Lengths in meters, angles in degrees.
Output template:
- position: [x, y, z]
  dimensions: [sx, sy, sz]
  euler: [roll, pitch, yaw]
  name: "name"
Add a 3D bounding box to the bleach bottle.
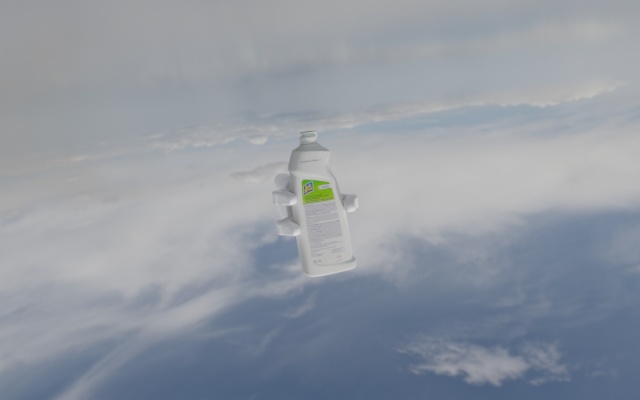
- position: [0.000, 0.003, 0.843]
  dimensions: [0.102, 0.251, 0.068]
  euler: [-10, 14, -16]
  name: "bleach bottle"
